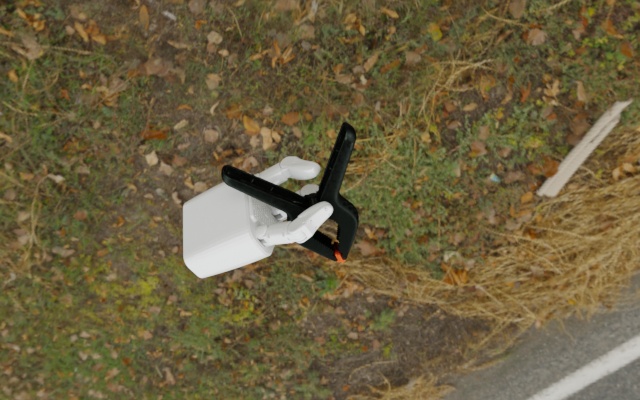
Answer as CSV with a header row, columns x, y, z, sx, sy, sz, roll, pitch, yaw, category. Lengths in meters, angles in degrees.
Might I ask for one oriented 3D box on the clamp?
x,y,z,sx,sy,sz,roll,pitch,yaw,category
0.000,0.003,0.599,0.164,0.036,0.210,-23,-51,16,clamp
